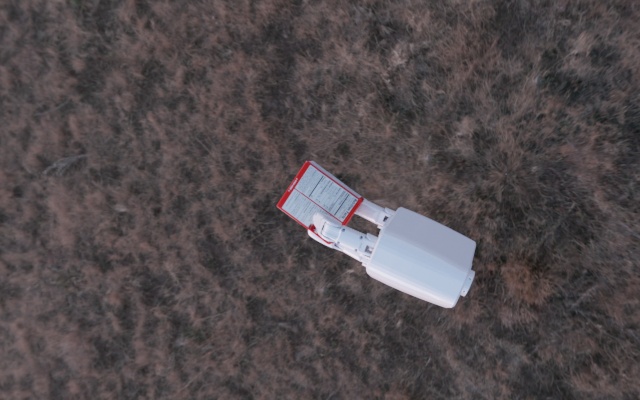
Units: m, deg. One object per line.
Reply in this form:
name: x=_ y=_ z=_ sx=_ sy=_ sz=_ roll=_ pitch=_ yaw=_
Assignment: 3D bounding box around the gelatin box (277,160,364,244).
gelatin box: x=0.000 y=0.002 z=0.618 sx=0.089 sy=0.073 sz=0.030 roll=36 pitch=13 yaw=7
